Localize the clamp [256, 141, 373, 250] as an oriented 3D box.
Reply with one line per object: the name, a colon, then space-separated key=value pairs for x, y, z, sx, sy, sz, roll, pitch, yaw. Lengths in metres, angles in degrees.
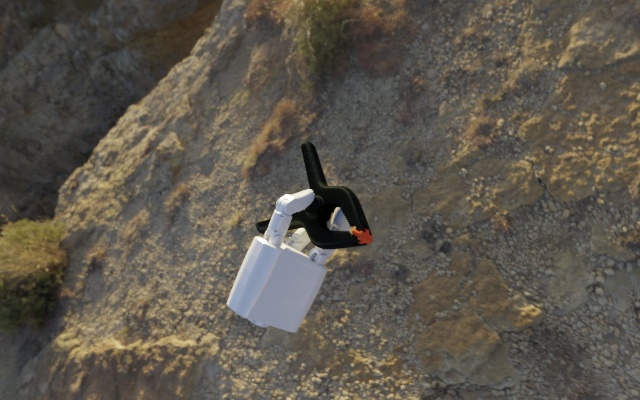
clamp: x=0.000 y=0.002 z=0.705 sx=0.210 sy=0.164 sz=0.036 roll=22 pitch=-3 yaw=44
